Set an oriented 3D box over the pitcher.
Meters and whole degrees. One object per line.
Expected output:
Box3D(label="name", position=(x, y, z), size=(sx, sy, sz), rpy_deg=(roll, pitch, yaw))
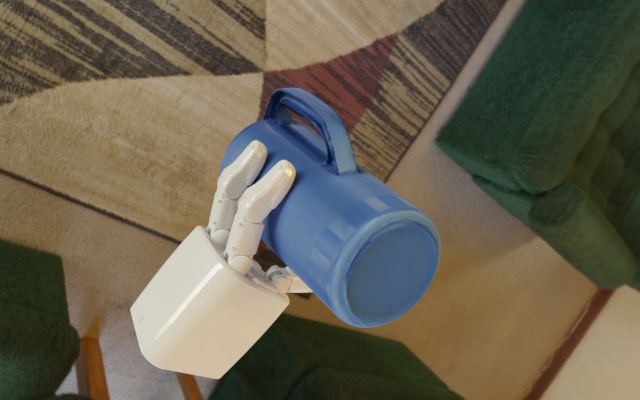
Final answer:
Box3D(label="pitcher", position=(0.000, 0.002, 0.462), size=(0.149, 0.145, 0.242), rpy_deg=(44, -3, -38))
